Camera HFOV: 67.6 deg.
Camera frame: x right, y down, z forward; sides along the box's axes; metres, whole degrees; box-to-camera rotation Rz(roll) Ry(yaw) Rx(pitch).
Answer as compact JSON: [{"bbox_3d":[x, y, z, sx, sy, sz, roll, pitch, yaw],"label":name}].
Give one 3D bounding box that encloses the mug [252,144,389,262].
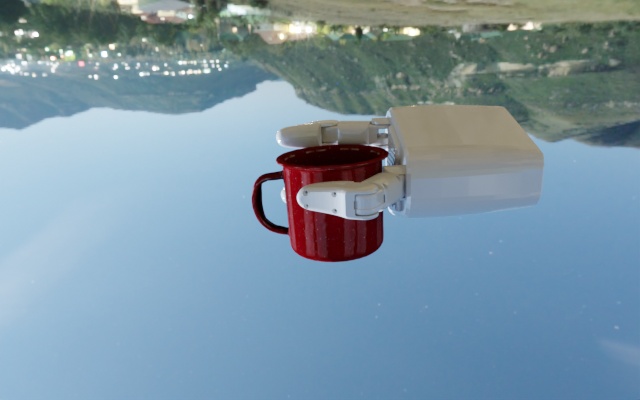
[{"bbox_3d":[-0.001,0.002,0.405,0.117,0.081,0.093,-3,16,1],"label":"mug"}]
